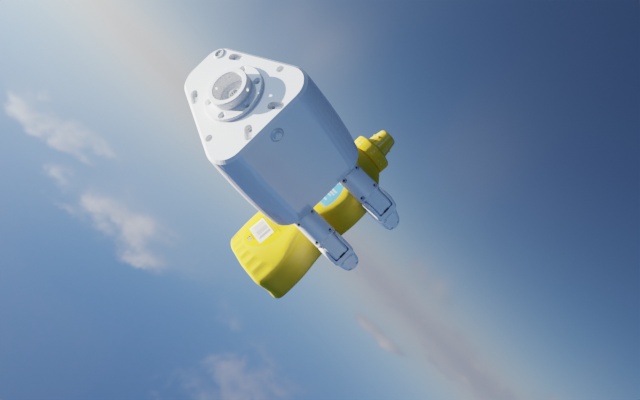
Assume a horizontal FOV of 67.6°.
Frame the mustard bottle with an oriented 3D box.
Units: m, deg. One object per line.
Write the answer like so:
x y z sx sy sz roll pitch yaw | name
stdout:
0.000 0.002 0.476 0.058 0.191 0.096 47 -3 -33 | mustard bottle
